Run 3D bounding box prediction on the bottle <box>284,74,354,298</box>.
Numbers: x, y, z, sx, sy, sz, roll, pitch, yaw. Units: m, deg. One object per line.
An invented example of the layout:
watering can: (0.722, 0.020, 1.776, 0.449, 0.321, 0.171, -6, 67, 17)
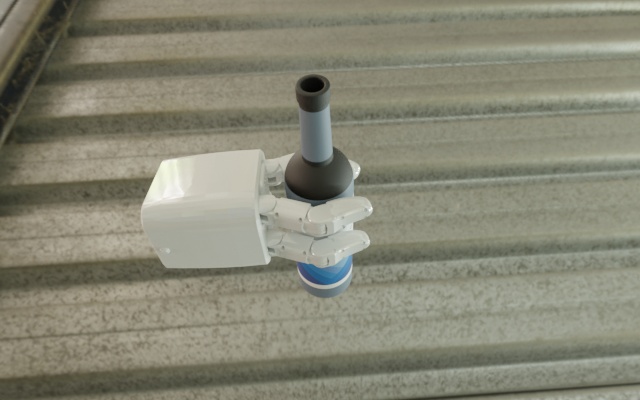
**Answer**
bottle: (0.000, 0.002, 0.484, 0.069, 0.069, 0.296, 0, -38, 3)
